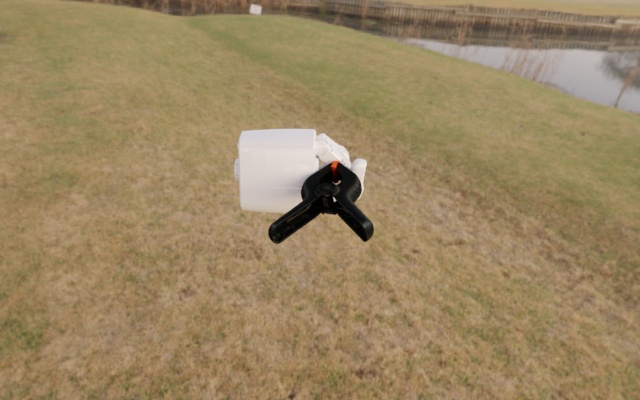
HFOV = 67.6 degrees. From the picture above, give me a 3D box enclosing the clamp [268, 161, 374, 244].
[{"bbox_3d":[0.000,0.001,0.595,0.120,0.039,0.171,-1,28,1],"label":"clamp"}]
